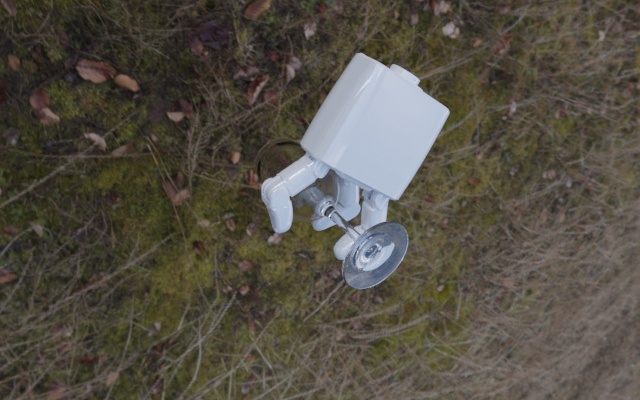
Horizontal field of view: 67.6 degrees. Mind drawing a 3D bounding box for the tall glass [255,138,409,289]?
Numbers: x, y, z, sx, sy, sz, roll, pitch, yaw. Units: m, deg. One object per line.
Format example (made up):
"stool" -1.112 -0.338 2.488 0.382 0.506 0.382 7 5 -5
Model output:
"tall glass" 0.000 0.002 0.503 0.079 0.079 0.201 0 29 -37
